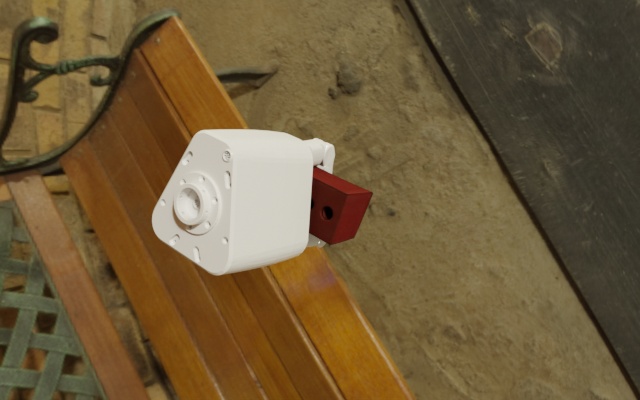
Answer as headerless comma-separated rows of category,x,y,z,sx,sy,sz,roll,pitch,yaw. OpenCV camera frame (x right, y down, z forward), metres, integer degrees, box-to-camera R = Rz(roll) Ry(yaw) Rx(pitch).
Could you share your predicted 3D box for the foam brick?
foam brick,0.000,0.002,0.468,0.078,0.053,0.051,26,16,26
